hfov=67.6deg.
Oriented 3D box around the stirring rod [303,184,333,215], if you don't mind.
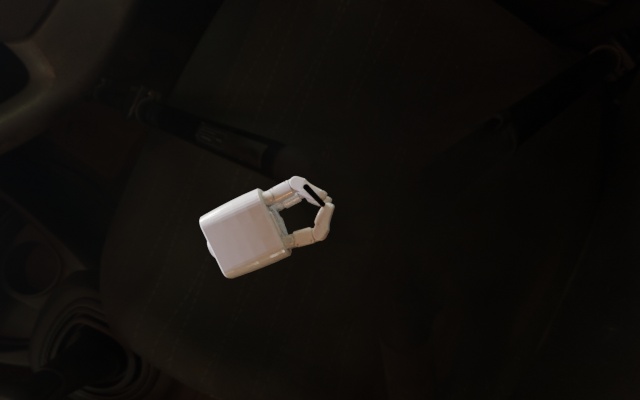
[{"bbox_3d":[0.000,0.002,0.719,0.011,0.011,0.239,0,-9,9],"label":"stirring rod"}]
